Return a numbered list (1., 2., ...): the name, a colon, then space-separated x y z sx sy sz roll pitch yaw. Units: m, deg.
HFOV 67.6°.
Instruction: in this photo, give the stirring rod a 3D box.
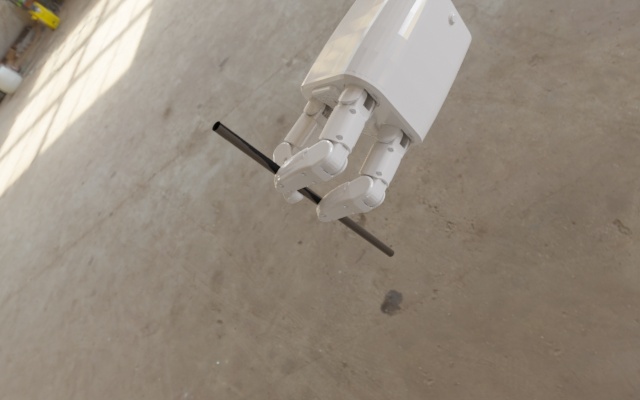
1. stirring rod: 0.000 0.001 0.412 0.011 0.011 0.240 0 -26 42
